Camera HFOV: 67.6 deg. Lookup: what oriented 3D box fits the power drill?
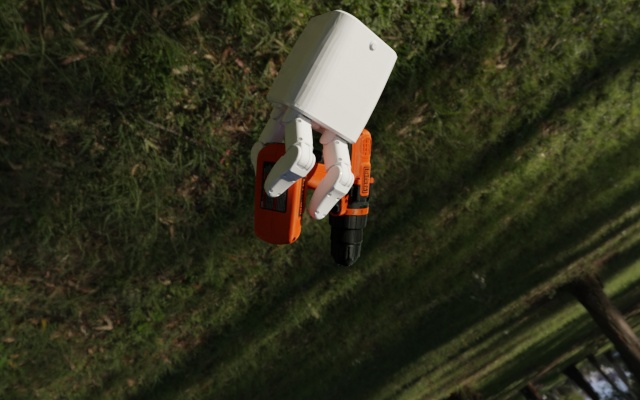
[{"bbox_3d":[0.000,0.002,0.570,0.057,0.184,0.187,6,8,31],"label":"power drill"}]
